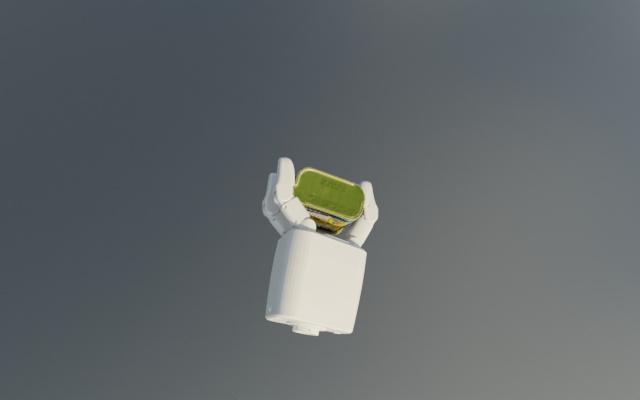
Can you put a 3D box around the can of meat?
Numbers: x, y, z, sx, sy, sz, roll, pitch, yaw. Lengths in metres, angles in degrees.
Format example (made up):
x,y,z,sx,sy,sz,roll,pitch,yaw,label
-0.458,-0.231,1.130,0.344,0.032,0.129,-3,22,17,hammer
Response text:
x,y,z,sx,sy,sz,roll,pitch,yaw,label
0.000,0.002,0.642,0.102,0.057,0.084,19,-20,-12,can of meat
